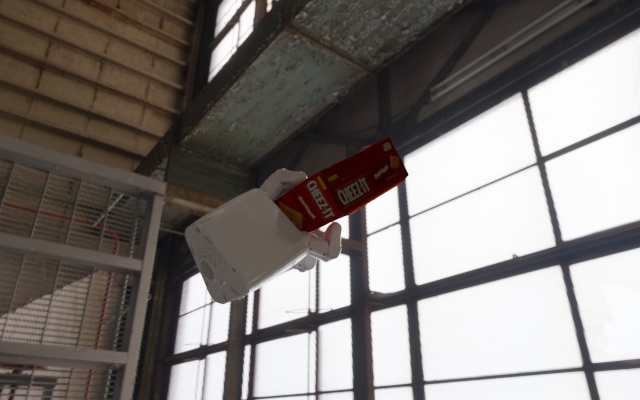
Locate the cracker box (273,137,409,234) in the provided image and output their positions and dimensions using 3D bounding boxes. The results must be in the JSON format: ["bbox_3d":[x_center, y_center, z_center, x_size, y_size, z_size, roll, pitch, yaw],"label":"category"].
[{"bbox_3d":[0.000,0.002,0.698,0.164,0.072,0.214,-30,0,-44],"label":"cracker box"}]
